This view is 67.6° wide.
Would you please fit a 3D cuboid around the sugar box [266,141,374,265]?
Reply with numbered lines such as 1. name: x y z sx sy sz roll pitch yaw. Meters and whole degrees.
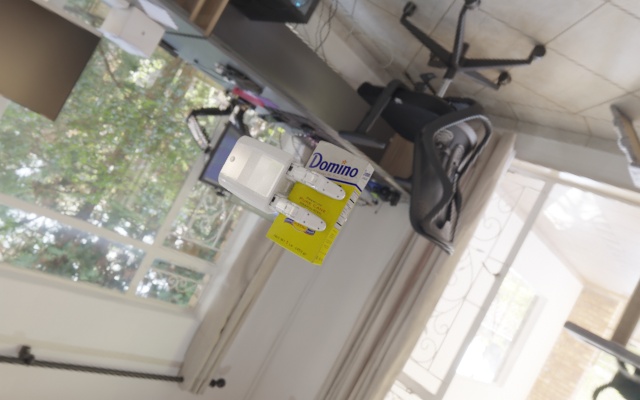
1. sugar box: 0.000 0.002 0.741 0.093 0.176 0.048 27 -2 23
